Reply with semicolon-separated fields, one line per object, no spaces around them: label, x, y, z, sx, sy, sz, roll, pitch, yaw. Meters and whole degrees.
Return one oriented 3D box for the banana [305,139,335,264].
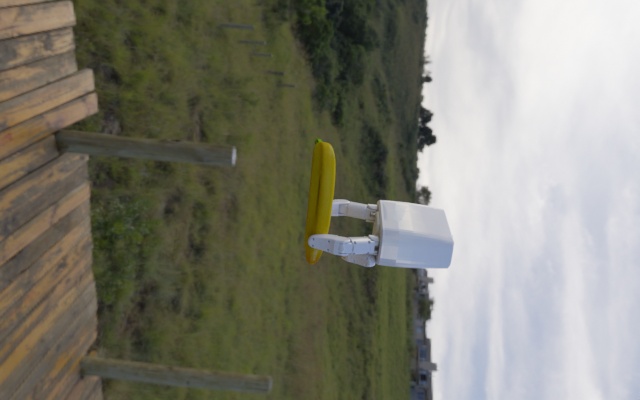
banana;0.000;-0.004;0.711;0.037;0.197;0.069;5;-10;0
